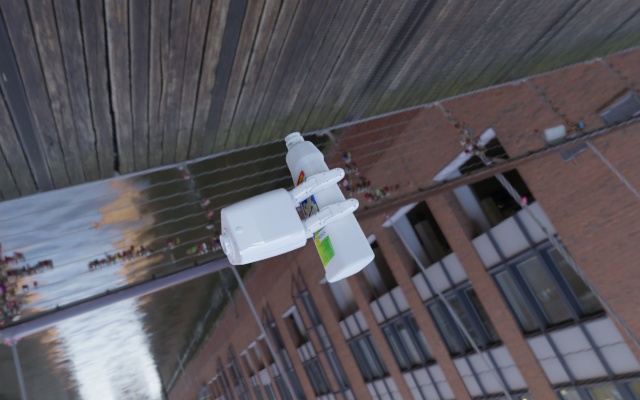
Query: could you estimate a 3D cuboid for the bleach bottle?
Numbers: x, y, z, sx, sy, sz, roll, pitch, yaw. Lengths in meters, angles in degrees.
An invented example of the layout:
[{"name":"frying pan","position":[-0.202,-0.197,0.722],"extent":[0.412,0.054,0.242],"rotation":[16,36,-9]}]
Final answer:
[{"name":"bleach bottle","position":[0.000,0.003,0.795],"extent":[0.068,0.250,0.103],"rotation":[-18,-18,-24]}]
